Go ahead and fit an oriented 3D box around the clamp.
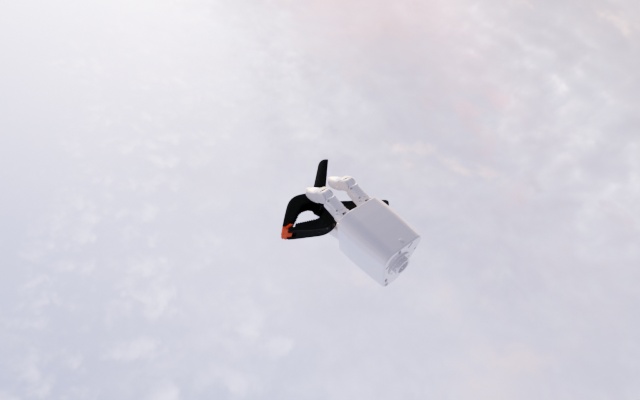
[{"bbox_3d":[0.000,0.004,0.862,0.210,0.036,0.164,-28,56,-34],"label":"clamp"}]
